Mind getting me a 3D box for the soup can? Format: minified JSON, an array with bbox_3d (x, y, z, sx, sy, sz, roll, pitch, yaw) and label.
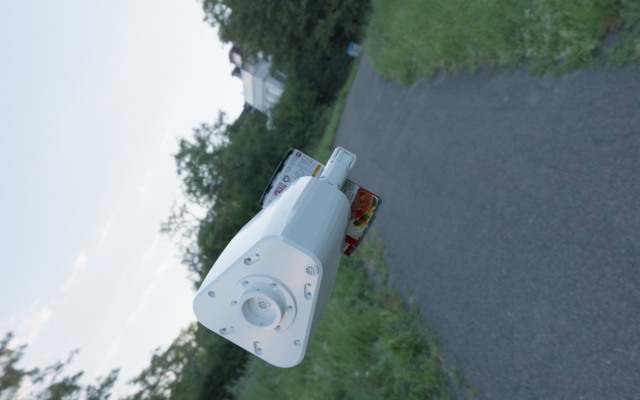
[{"bbox_3d":[0.000,0.001,0.472,0.102,0.068,0.068,30,-1,-1],"label":"soup can"}]
